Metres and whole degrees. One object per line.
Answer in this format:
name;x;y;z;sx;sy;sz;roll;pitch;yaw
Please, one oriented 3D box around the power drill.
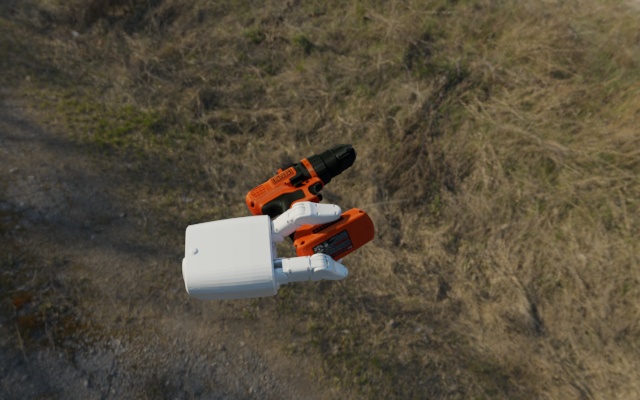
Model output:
power drill;0.000;0.003;0.676;0.184;0.057;0.187;-31;38;-6
